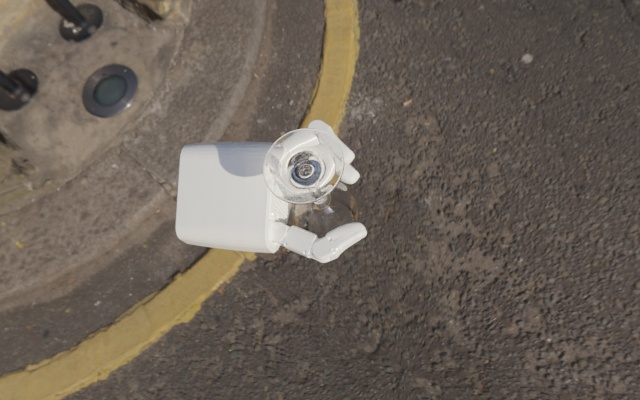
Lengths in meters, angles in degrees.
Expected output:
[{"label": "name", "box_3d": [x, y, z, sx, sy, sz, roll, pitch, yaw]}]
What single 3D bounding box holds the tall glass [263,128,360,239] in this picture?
[{"label": "tall glass", "box_3d": [0.000, 0.002, 0.517, 0.079, 0.079, 0.201, 0, -20, 10]}]
